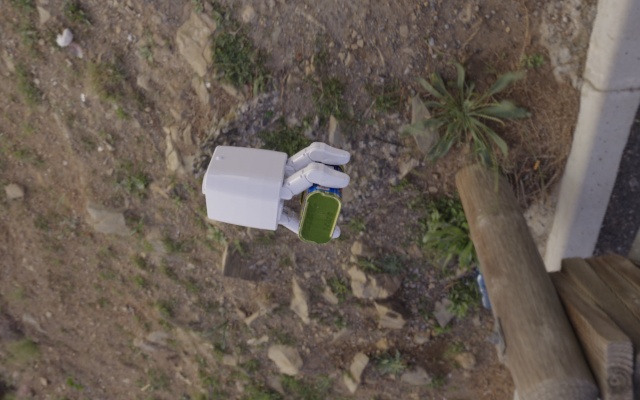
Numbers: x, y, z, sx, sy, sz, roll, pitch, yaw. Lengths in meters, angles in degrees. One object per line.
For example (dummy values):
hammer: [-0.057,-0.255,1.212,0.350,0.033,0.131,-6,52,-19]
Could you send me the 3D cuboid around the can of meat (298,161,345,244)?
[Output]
can of meat: [0.000,0.003,0.707,0.057,0.102,0.084,11,38,-5]
